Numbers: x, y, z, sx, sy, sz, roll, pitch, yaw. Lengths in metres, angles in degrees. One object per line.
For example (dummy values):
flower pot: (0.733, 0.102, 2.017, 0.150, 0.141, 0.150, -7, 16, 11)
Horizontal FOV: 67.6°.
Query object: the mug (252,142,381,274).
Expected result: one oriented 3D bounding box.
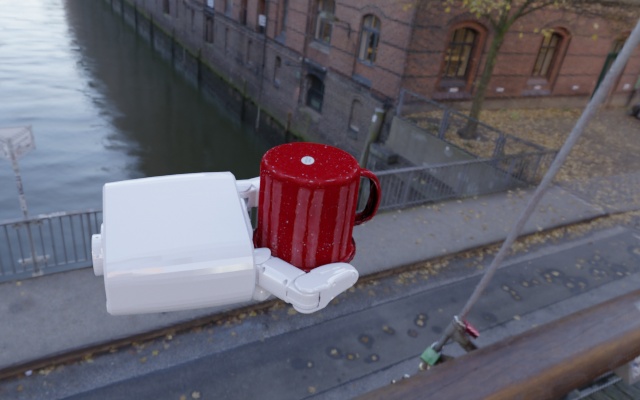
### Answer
mug: (0.001, 0.001, 0.406, 0.117, 0.081, 0.093, -6, 31, -22)
